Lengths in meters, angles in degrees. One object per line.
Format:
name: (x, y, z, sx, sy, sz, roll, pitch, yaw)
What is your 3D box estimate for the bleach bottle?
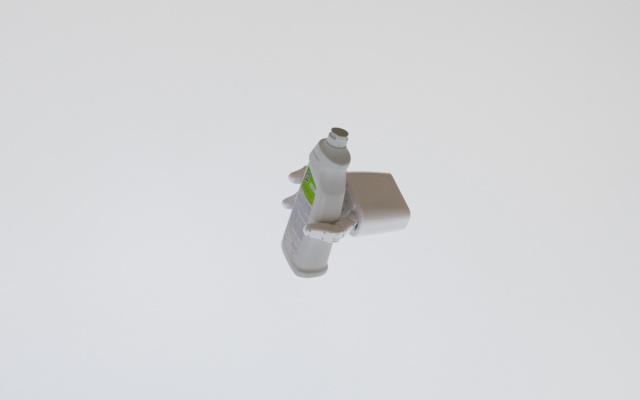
bleach bottle: (0.000, 0.003, 0.775, 0.068, 0.251, 0.102, -3, 38, -29)
